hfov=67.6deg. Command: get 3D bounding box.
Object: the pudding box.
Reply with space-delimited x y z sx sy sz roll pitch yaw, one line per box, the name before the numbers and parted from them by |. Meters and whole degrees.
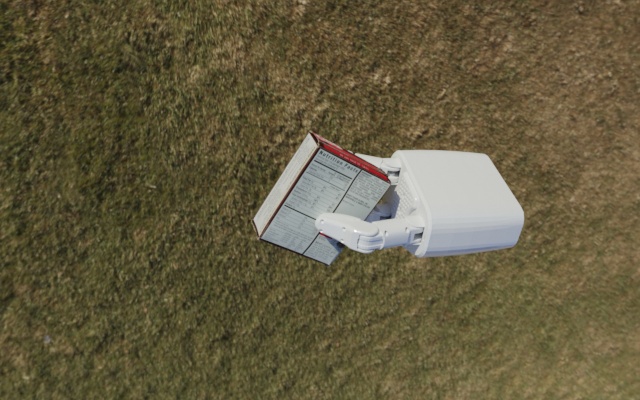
pudding box | 0.000 0.002 0.464 0.090 0.113 0.039 25 19 -28
